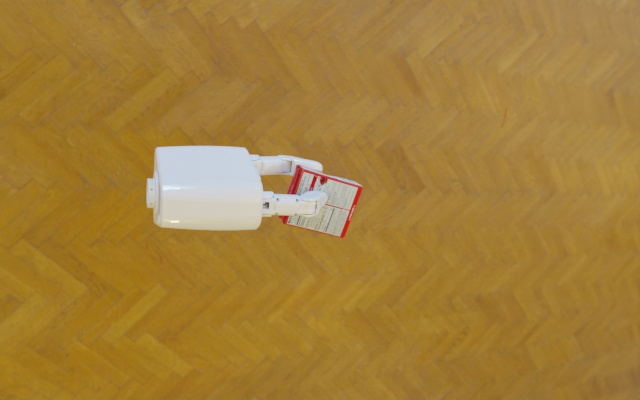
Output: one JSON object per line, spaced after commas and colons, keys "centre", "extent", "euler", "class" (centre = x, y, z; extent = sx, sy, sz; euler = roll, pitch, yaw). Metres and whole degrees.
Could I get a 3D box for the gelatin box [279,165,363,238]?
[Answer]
{"centre": [0.001, 0.002, 0.607], "extent": [0.089, 0.073, 0.030], "euler": [15, 11, -22], "class": "gelatin box"}
